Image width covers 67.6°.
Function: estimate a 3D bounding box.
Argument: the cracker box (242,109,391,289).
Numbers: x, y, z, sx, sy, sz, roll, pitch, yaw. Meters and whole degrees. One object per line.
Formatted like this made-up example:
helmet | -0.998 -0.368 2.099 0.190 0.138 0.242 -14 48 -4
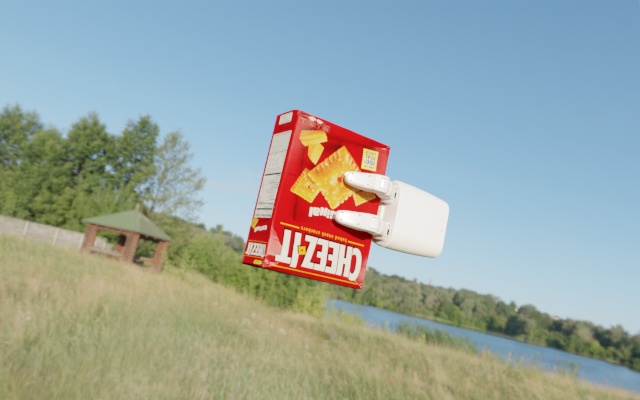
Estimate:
cracker box | 0.000 0.002 0.664 0.164 0.213 0.072 18 -11 -31
